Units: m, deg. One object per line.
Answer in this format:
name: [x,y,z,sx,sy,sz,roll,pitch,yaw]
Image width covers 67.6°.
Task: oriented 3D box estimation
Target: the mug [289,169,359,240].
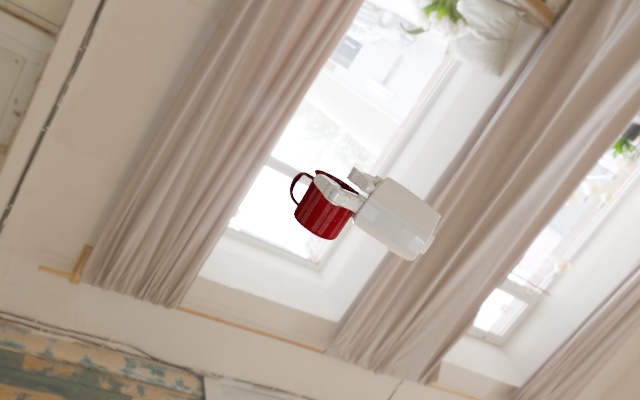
mug: [-0.001,0.002,0.758,0.117,0.081,0.093,35,14,10]
